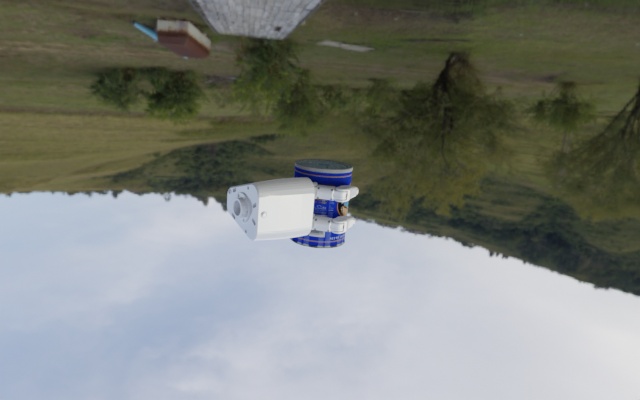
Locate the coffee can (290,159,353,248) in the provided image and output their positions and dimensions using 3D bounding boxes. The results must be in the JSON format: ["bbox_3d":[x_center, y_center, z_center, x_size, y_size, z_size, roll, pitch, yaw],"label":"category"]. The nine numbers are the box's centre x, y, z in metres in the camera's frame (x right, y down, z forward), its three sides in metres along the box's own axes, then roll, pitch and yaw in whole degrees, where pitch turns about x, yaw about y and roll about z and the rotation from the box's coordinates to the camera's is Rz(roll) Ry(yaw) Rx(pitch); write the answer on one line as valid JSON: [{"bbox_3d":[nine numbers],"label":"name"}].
[{"bbox_3d":[0.000,0.003,0.857,0.103,0.140,0.102,5,14,-1],"label":"coffee can"}]
